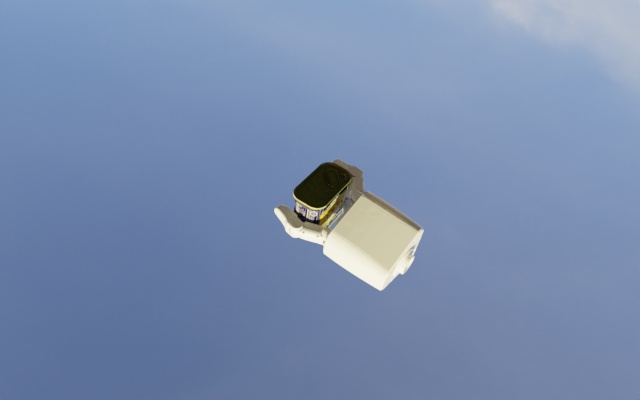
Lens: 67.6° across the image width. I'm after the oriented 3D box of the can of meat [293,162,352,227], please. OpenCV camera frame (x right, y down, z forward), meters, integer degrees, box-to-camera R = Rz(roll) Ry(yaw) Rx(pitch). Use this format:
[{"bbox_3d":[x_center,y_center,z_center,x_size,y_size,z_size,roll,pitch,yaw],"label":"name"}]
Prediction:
[{"bbox_3d":[0.000,0.003,0.762,0.057,0.084,0.102,30,51,19],"label":"can of meat"}]
